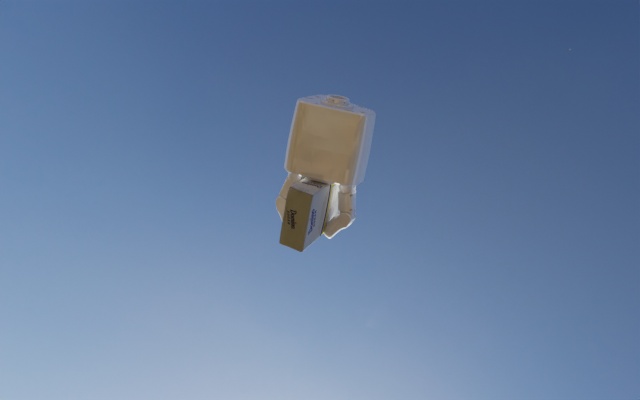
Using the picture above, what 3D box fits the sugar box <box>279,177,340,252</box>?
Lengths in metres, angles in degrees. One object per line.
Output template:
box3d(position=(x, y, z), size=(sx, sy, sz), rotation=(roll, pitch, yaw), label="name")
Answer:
box3d(position=(0.000, 0.002, 0.739), size=(0.048, 0.093, 0.176), rotation=(20, 24, 21), label="sugar box")
